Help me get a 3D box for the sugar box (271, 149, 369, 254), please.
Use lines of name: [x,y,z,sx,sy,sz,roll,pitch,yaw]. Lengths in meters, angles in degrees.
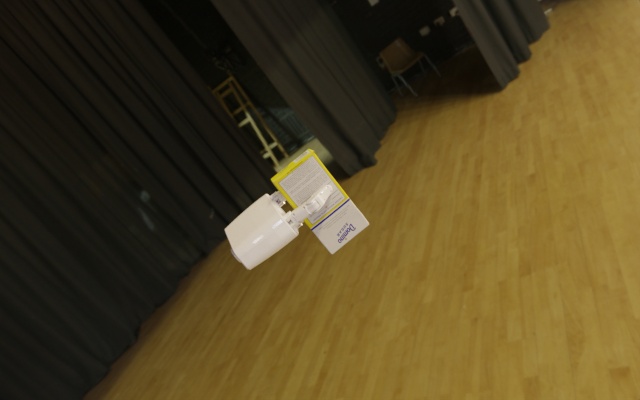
sugar box: [0.000,0.003,0.874,0.093,0.176,0.048,-38,18,-2]
